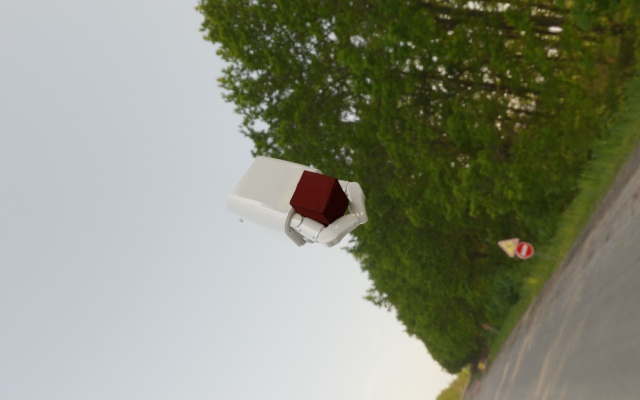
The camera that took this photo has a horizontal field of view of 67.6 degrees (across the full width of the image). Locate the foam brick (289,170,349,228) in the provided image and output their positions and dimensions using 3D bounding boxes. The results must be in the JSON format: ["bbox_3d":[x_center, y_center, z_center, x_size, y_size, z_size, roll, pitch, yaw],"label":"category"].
[{"bbox_3d":[0.000,0.002,0.645,0.051,0.053,0.078,18,-16,22],"label":"foam brick"}]
